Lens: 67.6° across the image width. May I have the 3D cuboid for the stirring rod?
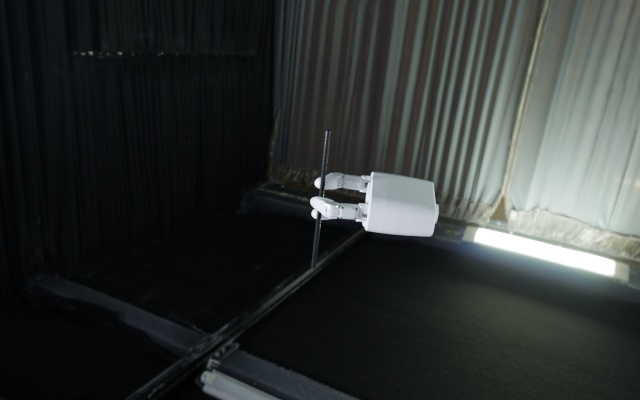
[{"bbox_3d":[0.000,0.003,0.790,0.011,0.240,0.011,6,19,-2],"label":"stirring rod"}]
